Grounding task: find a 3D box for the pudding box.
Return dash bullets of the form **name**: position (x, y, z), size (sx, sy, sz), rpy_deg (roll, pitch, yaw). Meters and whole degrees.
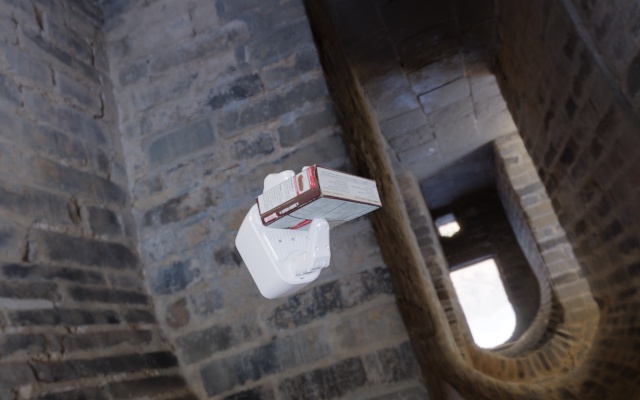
- **pudding box**: position (0.000, 0.002, 0.529), size (0.090, 0.039, 0.113), rpy_deg (-28, -21, 33)
